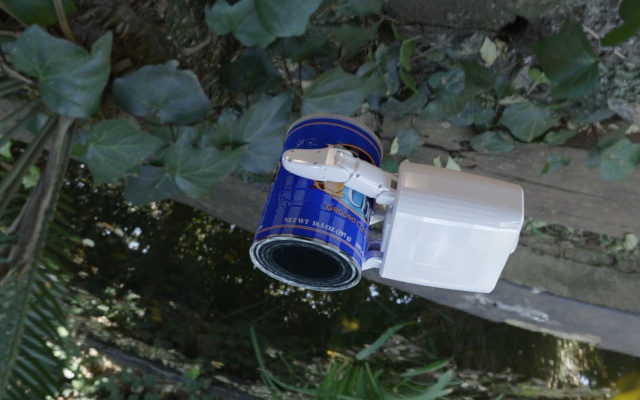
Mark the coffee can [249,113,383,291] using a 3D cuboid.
[{"bbox_3d":[0.000,0.001,0.462,0.103,0.140,0.103,10,-32,6],"label":"coffee can"}]
